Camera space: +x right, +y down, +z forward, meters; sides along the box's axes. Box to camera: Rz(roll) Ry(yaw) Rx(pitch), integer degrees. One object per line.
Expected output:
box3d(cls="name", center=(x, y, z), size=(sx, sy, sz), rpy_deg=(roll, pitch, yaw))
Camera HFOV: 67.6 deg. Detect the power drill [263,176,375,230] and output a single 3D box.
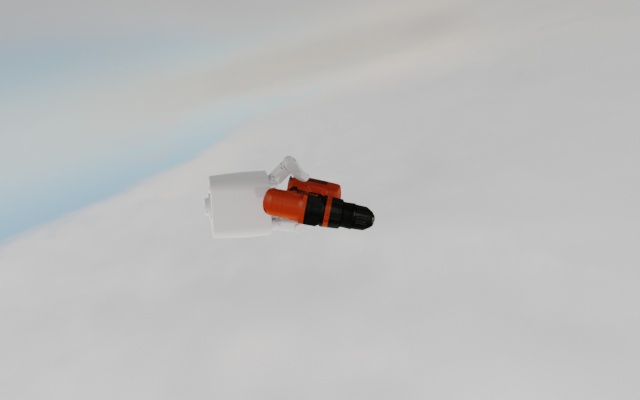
box3d(cls="power drill", center=(0.000, 0.003, 0.848), size=(0.184, 0.057, 0.187), rpy_deg=(12, 9, 0))
